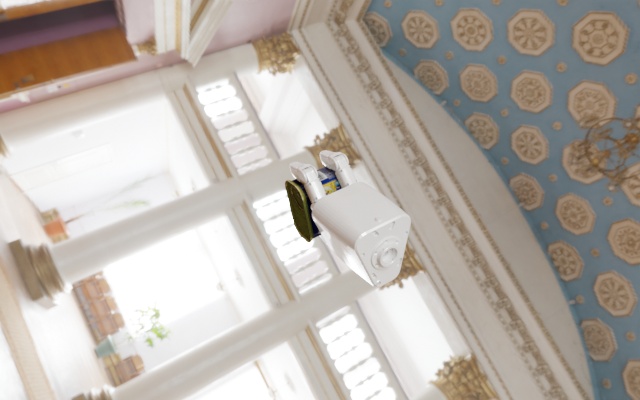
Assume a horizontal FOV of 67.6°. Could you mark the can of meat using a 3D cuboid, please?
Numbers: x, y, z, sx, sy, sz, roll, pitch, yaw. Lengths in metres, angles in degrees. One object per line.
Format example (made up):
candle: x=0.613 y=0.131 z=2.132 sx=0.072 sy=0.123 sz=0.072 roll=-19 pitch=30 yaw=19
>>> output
can of meat: x=0.000 y=0.002 z=0.744 sx=0.084 sy=0.102 sz=0.057 roll=-24 pitch=33 yaw=-21
